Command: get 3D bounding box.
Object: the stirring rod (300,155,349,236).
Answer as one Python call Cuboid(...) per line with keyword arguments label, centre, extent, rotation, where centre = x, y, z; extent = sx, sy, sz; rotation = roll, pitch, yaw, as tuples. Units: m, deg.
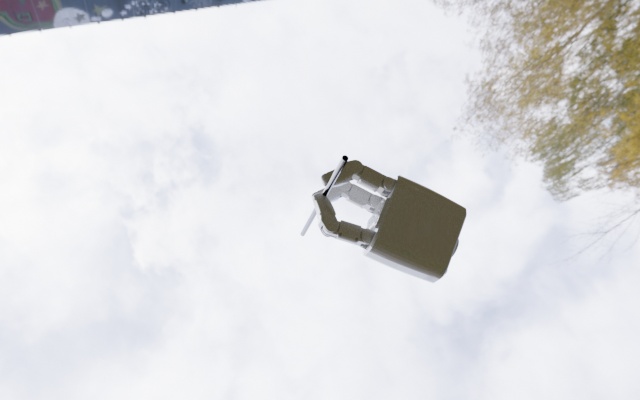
Cuboid(label="stirring rod", centre=(0.000, 0.002, 0.658), extent=(0.011, 0.011, 0.240), rotation=(0, -25, -15))
